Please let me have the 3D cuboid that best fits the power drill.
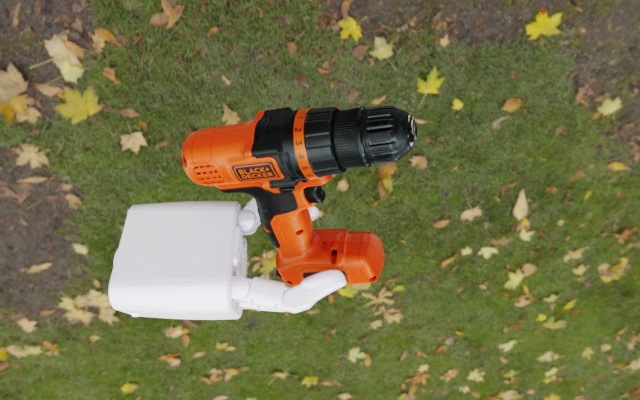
[{"bbox_3d":[0.000,0.002,0.410,0.184,0.057,0.188,-3,-43,20],"label":"power drill"}]
